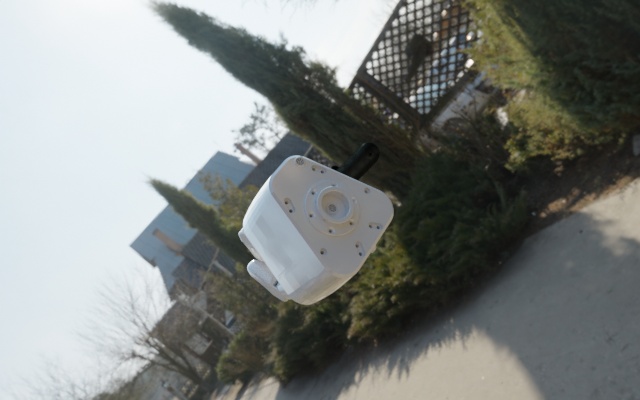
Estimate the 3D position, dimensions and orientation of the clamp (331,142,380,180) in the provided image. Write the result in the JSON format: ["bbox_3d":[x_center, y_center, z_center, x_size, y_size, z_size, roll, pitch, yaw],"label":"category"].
[{"bbox_3d":[-0.001,0.002,0.541,0.039,0.171,0.120,39,-29,-2],"label":"clamp"}]
